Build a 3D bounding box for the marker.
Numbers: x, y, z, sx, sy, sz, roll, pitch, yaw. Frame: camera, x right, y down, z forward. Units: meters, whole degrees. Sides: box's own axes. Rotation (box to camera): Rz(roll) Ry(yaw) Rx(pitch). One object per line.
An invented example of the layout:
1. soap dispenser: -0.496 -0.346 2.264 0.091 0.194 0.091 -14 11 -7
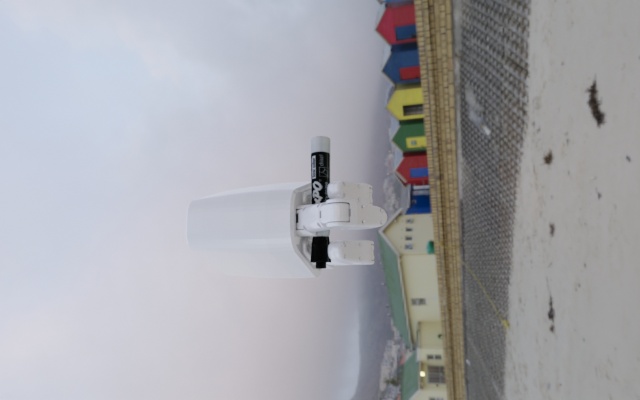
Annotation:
1. marker: 0.000 0.001 0.437 0.020 0.121 0.020 0 -10 0
